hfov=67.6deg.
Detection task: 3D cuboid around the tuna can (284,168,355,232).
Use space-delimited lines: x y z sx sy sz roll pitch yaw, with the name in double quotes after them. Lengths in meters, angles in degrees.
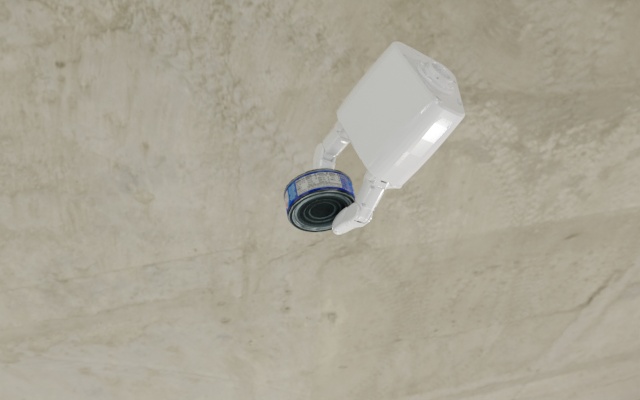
0.000 0.002 0.574 0.086 0.033 0.086 -8 -36 -6 "tuna can"
